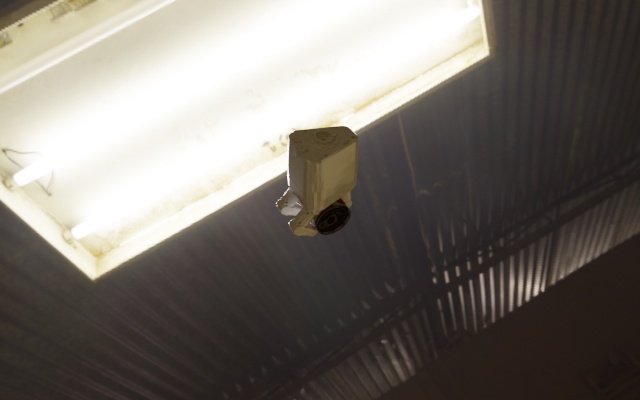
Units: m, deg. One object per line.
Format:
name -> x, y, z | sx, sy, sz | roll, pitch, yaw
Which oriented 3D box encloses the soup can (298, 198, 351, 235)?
soup can -> 0.000, 0.003, 0.860 | 0.068, 0.068, 0.102 | 0, 39, -37
